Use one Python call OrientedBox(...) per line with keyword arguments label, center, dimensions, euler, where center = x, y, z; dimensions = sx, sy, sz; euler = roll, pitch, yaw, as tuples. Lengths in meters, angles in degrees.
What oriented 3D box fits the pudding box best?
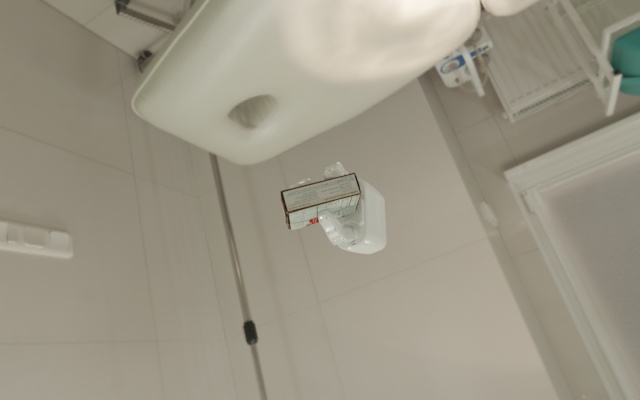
OrientedBox(label="pudding box", center=(0.000, 0.002, 0.706), dimensions=(0.113, 0.039, 0.090), euler=(-16, -19, -7))
